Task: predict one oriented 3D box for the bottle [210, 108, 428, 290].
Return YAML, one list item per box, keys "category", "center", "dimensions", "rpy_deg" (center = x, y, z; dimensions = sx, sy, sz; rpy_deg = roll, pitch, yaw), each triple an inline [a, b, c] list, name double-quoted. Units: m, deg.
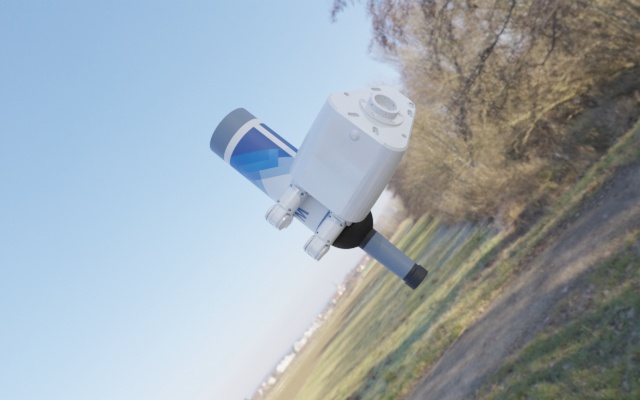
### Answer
- category: "bottle"
  center: [0.000, 0.002, 0.567]
  dimensions: [0.295, 0.069, 0.069]
  rpy_deg: [38, 7, 9]
